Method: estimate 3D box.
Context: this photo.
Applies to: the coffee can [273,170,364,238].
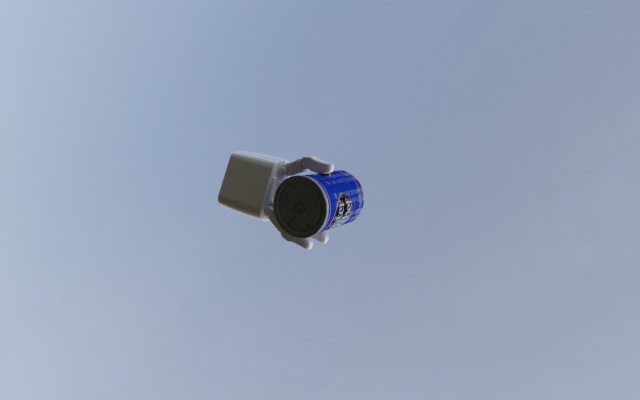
[{"bbox_3d":[0.000,0.003,0.825,0.103,0.103,0.140,0,7,30],"label":"coffee can"}]
